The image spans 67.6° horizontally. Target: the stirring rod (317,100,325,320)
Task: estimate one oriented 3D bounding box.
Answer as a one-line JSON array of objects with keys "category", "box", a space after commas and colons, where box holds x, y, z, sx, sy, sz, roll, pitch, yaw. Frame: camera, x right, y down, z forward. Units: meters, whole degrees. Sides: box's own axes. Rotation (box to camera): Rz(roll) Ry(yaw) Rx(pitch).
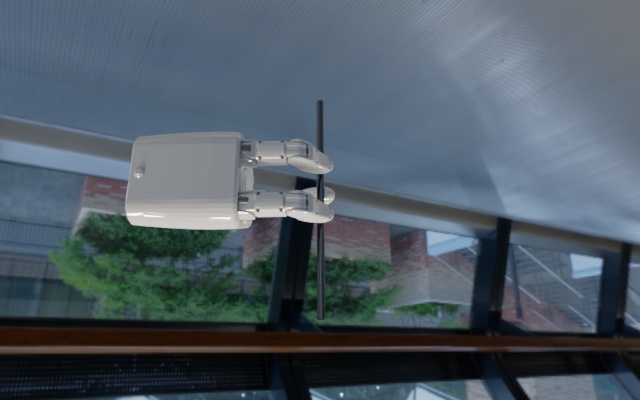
[{"category": "stirring rod", "box": [0.000, 0.002, 0.502, 0.011, 0.239, 0.011, 0, -19, 0]}]
